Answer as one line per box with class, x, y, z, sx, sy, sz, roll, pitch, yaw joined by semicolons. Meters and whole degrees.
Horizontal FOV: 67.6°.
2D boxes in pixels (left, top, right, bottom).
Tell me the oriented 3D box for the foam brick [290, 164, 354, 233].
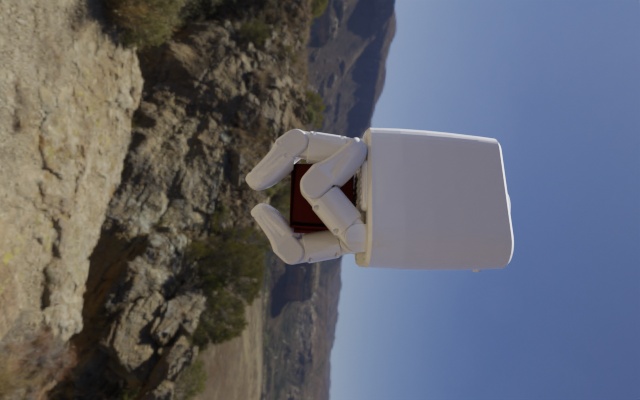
foam brick;0.000;0.001;0.420;0.051;0.053;0.078;2;-7;-2
